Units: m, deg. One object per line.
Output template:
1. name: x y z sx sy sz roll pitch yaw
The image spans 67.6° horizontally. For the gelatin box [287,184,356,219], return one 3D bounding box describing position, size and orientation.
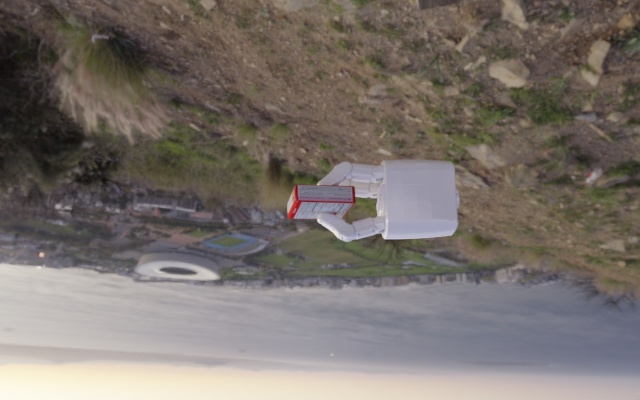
1. gelatin box: 0.000 0.003 0.707 0.089 0.030 0.073 1 -21 -14
